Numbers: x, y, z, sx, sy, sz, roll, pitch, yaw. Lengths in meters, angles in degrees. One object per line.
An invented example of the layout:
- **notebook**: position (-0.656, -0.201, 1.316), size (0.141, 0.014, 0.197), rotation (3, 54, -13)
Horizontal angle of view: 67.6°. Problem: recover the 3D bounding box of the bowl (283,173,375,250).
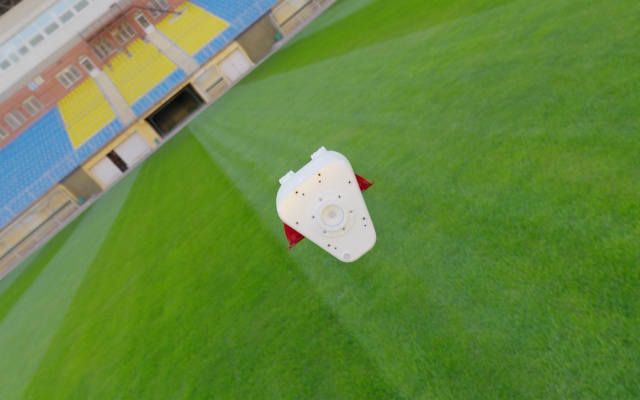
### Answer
- **bowl**: position (0.000, 0.002, 0.703), size (0.162, 0.055, 0.162), rotation (-38, -3, -2)
